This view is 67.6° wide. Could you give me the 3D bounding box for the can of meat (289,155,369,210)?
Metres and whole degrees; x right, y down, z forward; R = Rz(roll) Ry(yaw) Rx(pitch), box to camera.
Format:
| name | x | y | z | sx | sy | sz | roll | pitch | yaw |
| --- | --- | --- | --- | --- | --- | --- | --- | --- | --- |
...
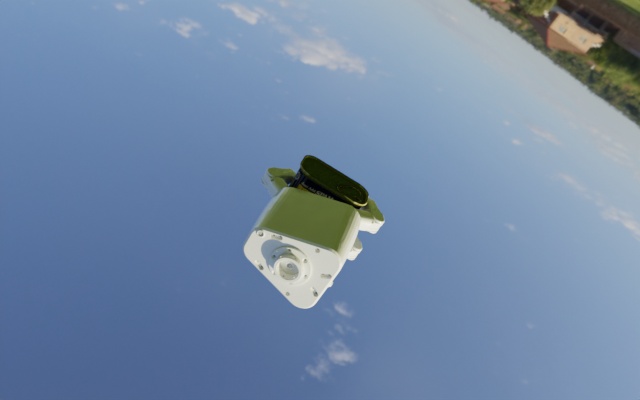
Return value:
| name | x | y | z | sx | sy | sz | roll | pitch | yaw |
| --- | --- | --- | --- | --- | --- | --- | --- | --- | --- |
| can of meat | 0.000 | 0.002 | 0.650 | 0.102 | 0.084 | 0.057 | 31 | 28 | -4 |
